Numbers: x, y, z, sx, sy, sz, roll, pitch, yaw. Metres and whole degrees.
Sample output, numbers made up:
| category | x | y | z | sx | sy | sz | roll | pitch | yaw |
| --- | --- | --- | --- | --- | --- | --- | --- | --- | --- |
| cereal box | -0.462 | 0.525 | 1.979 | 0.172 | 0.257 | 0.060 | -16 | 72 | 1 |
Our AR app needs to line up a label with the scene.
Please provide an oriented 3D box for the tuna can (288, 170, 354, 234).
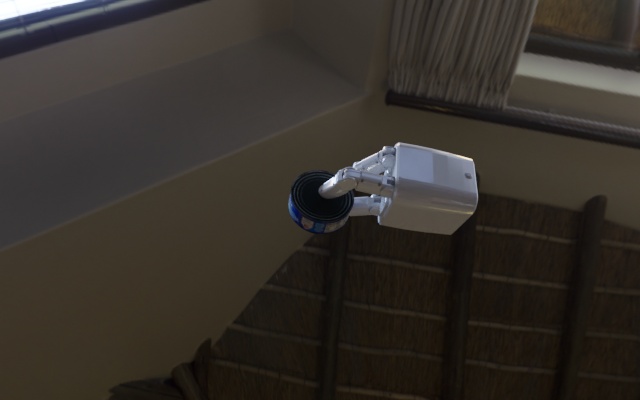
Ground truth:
| category | x | y | z | sx | sy | sz | roll | pitch | yaw |
| --- | --- | --- | --- | --- | --- | --- | --- | --- | --- |
| tuna can | 0.000 | 0.002 | 0.642 | 0.086 | 0.086 | 0.034 | 0 | -36 | -12 |
